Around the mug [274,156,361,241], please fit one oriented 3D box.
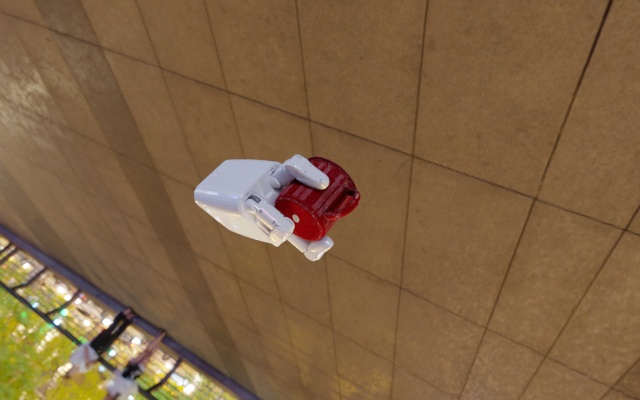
[{"bbox_3d":[0.001,0.002,0.645,0.117,0.093,0.081,8,46,40],"label":"mug"}]
